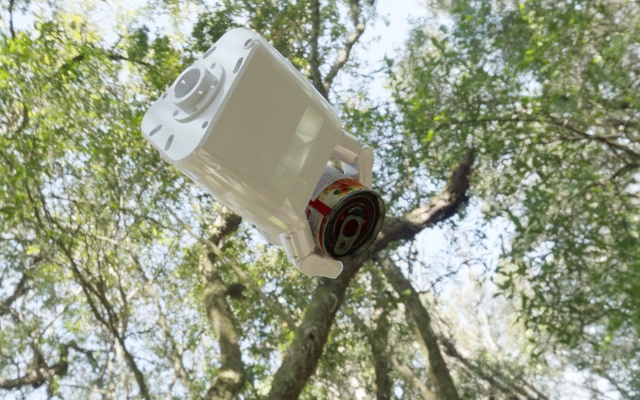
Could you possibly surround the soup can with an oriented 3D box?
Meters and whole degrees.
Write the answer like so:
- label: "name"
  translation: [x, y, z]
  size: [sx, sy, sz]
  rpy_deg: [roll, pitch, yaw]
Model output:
- label: "soup can"
  translation: [0.000, 0.001, 0.439]
  size: [0.068, 0.068, 0.102]
  rpy_deg: [0, 24, -40]
